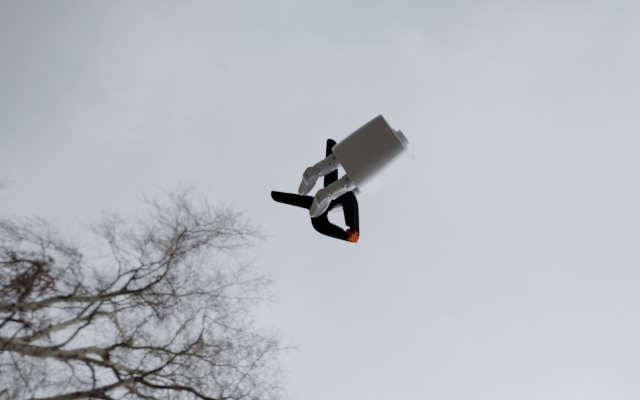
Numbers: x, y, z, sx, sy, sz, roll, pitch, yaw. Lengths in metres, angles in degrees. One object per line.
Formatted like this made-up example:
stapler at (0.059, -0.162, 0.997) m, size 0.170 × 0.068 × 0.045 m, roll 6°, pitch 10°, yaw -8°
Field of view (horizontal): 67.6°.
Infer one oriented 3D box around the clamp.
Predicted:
clamp at (0.001, 0.003, 0.872) m, size 0.164 × 0.209 × 0.036 m, roll -37°, pitch -36°, yaw 13°
